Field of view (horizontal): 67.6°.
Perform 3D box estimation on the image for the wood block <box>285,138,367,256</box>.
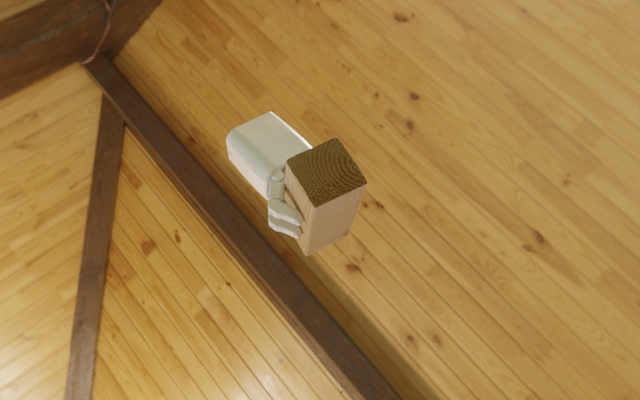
[{"bbox_3d":[0.000,0.002,0.775,0.091,0.090,0.206,-26,-20,-16],"label":"wood block"}]
